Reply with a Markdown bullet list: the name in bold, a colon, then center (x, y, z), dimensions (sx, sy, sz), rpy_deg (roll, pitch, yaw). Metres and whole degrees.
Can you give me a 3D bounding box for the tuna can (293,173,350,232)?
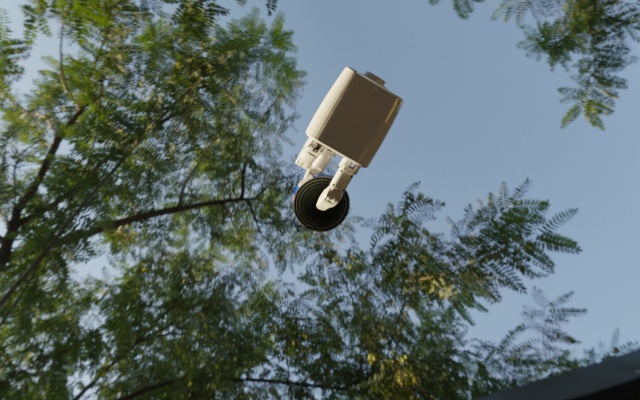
- **tuna can**: center (0.000, 0.002, 0.730), dimensions (0.086, 0.086, 0.033), rpy_deg (0, 15, -6)
